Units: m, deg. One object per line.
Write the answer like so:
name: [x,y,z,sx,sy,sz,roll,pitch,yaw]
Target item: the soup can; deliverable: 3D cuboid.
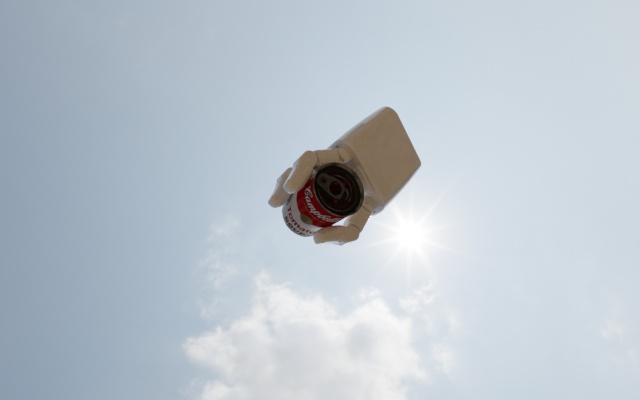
soup can: [0.000,0.002,0.604,0.068,0.068,0.102,0,-18,-28]
